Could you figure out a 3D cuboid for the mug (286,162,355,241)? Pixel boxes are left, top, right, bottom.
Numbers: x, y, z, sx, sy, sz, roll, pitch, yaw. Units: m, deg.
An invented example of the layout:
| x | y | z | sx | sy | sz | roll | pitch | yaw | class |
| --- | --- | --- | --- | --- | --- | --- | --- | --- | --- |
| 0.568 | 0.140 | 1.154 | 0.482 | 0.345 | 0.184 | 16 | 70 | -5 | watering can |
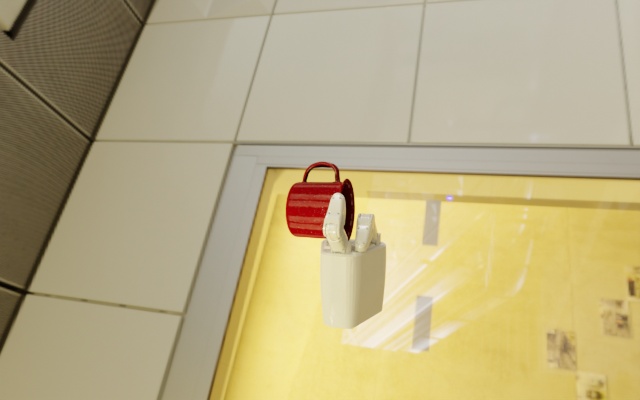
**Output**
| x | y | z | sx | sy | sz | roll | pitch | yaw | class |
| --- | --- | --- | --- | --- | --- | --- | --- | --- | --- |
| 0.000 | 0.001 | 0.691 | 0.081 | 0.117 | 0.093 | 2 | 5 | 18 | mug |
